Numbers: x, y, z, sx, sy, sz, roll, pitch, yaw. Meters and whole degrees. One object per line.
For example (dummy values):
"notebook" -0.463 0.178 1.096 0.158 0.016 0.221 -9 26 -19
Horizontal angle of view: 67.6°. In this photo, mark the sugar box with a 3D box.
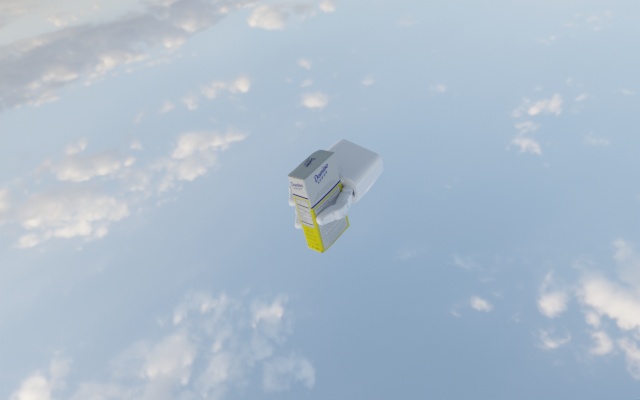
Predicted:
"sugar box" 0.000 0.003 0.888 0.048 0.176 0.093 15 45 36
